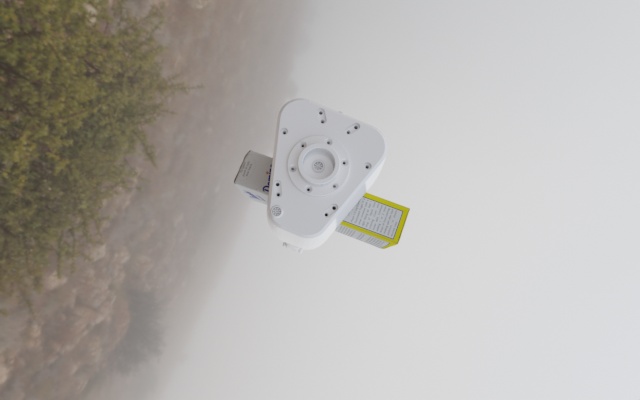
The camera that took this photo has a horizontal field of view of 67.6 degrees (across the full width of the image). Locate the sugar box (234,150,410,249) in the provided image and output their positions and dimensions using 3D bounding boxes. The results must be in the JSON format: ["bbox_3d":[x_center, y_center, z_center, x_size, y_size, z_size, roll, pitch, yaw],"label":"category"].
[{"bbox_3d":[0.000,0.001,0.520,0.176,0.048,0.093,23,-9,1],"label":"sugar box"}]
